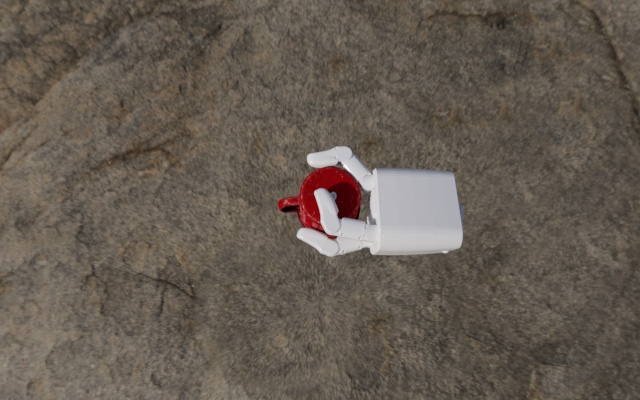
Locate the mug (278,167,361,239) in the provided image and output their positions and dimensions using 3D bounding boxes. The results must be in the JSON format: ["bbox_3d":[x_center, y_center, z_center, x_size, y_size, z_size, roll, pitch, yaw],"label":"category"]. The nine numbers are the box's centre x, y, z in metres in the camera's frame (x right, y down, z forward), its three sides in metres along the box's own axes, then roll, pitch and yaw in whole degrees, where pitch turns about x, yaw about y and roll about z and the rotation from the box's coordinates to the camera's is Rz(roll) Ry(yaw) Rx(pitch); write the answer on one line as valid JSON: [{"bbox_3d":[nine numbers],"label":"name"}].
[{"bbox_3d":[-0.001,0.002,0.654,0.117,0.093,0.081,-1,-12,-1],"label":"mug"}]
